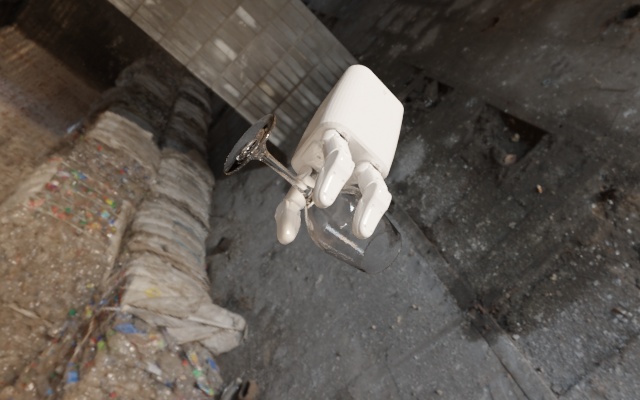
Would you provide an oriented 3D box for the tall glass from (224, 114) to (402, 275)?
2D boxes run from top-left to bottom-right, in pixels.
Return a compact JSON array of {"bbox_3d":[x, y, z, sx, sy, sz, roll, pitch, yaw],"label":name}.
[{"bbox_3d":[0.000,0.001,0.503,0.201,0.079,0.079,40,-20,-25],"label":"tall glass"}]
